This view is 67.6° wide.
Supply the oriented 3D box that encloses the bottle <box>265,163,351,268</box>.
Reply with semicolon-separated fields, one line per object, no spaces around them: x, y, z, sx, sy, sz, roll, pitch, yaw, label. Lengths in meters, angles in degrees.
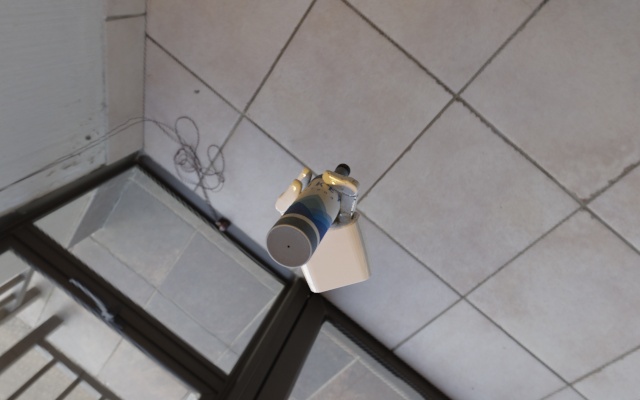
0.000;0.003;0.759;0.069;0.069;0.295;0;24;19;bottle
